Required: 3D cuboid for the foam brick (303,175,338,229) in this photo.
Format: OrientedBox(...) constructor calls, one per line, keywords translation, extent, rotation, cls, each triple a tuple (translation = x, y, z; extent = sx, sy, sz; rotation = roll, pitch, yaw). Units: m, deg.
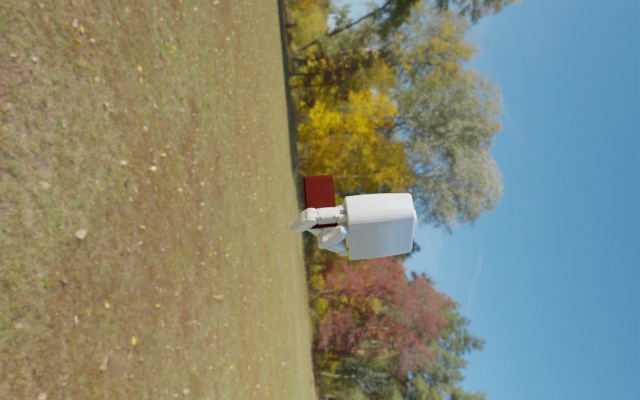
OrientedBox(translation=(0.000, 0.002, 0.814), extent=(0.051, 0.078, 0.053), rotation=(-7, -29, 2), cls="foam brick")
